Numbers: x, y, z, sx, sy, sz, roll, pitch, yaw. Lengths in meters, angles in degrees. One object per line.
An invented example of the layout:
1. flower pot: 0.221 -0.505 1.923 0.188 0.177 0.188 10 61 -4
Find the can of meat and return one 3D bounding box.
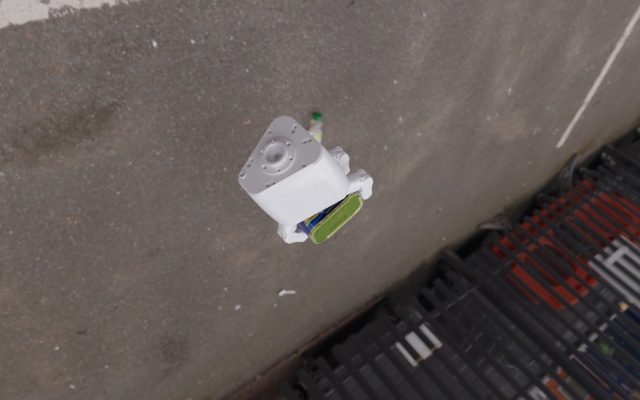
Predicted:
1. can of meat: 0.000 0.003 0.710 0.084 0.102 0.057 46 -5 29
